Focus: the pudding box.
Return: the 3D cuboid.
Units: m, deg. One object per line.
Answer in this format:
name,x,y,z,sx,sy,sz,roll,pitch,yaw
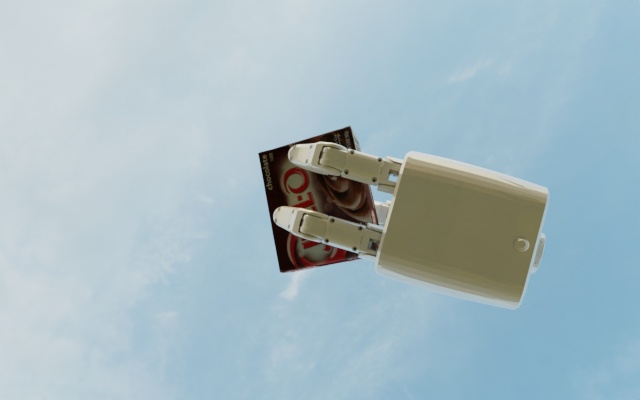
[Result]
pudding box,0.000,0.001,0.425,0.090,0.113,0.039,-14,-11,16
